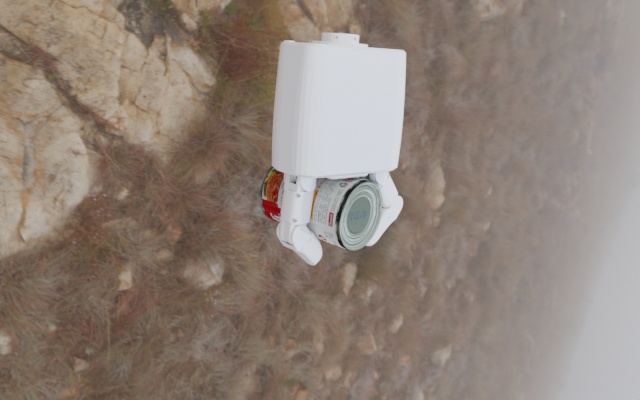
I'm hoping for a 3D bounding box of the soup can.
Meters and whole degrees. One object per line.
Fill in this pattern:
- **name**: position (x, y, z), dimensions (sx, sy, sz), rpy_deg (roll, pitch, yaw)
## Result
- **soup can**: position (0.000, 0.002, 0.459), dimensions (0.102, 0.068, 0.068), rpy_deg (18, 12, 38)
